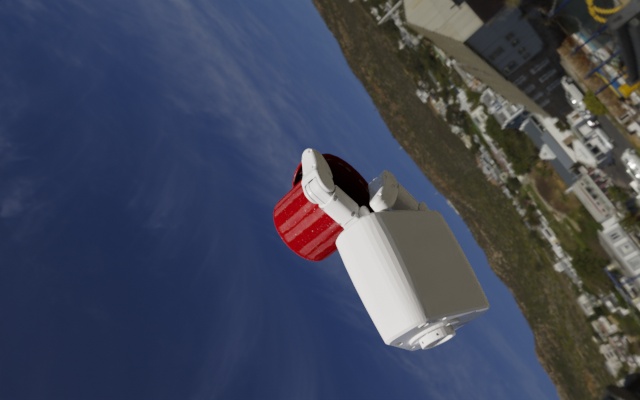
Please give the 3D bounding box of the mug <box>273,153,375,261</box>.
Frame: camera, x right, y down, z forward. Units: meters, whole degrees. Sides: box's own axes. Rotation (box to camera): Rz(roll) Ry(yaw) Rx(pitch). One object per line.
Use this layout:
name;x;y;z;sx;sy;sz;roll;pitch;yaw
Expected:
mug;-0.001;0.001;0.514;0.081;0.117;0.093;-42;-34;27
